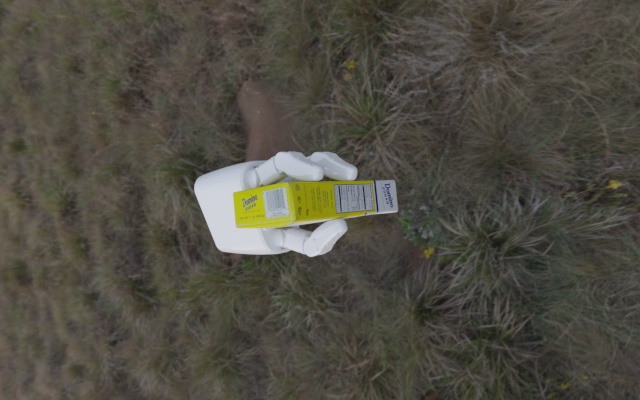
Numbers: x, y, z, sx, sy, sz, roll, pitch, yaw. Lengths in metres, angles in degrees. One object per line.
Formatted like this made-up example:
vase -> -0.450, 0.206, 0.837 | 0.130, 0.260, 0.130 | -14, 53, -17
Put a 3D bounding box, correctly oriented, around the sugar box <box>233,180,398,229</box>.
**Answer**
sugar box -> 0.000, 0.001, 0.542 | 0.093, 0.048, 0.176 | -7, 0, 43
